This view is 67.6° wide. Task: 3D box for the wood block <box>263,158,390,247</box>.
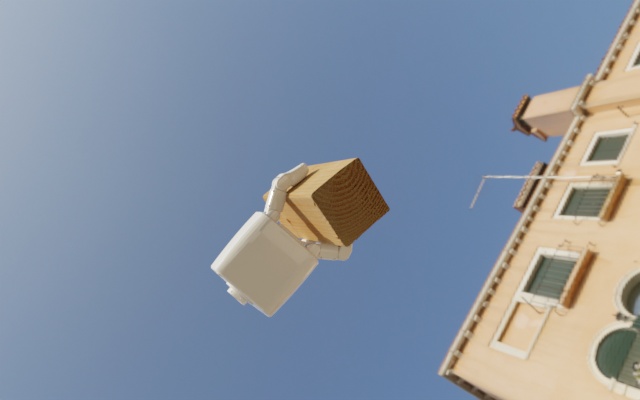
[{"bbox_3d":[0.000,0.002,0.730,0.090,0.091,0.206,-39,15,-20],"label":"wood block"}]
